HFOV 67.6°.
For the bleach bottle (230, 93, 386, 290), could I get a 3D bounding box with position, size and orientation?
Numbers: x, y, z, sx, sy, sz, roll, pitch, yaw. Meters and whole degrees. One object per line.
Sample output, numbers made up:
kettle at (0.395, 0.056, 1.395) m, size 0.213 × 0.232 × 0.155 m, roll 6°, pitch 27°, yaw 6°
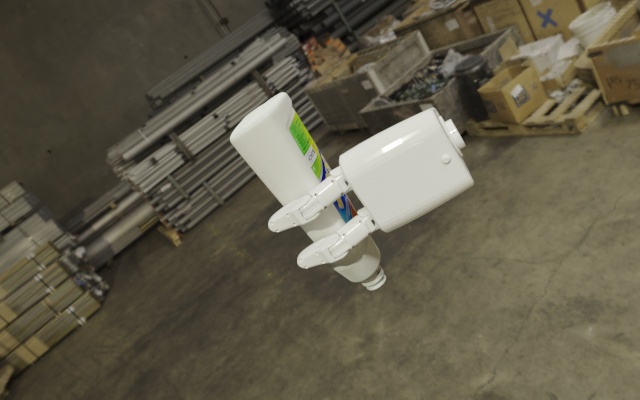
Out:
bleach bottle at (0.000, 0.002, 0.559) m, size 0.068 × 0.251 × 0.102 m, roll -30°, pitch 20°, yaw 18°
